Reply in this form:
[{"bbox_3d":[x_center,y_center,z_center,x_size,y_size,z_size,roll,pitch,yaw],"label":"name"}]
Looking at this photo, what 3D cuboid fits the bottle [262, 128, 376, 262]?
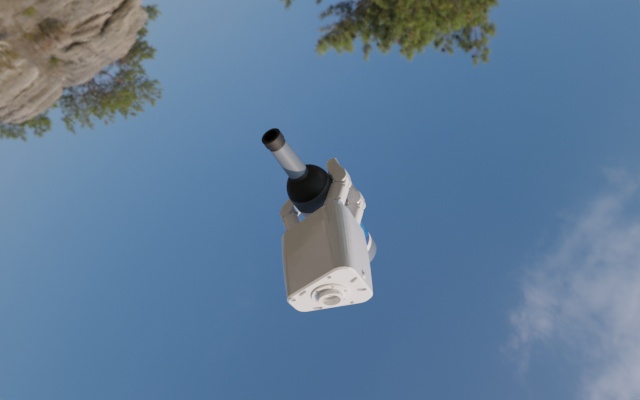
[{"bbox_3d":[0.000,0.002,0.714,0.069,0.069,0.296,0,-36,33],"label":"bottle"}]
